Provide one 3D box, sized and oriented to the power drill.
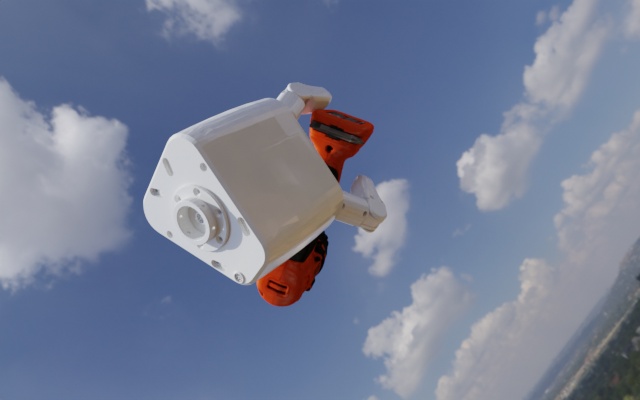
[{"bbox_3d":[0.000,0.001,0.500,0.057,0.188,0.184,19,13,5],"label":"power drill"}]
